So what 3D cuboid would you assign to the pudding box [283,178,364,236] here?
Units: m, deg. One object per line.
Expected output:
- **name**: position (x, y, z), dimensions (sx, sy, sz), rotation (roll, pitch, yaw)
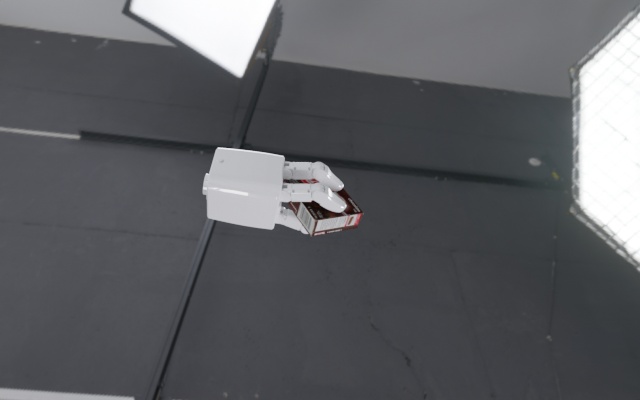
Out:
- **pudding box**: position (0.000, 0.003, 0.759), dimensions (0.090, 0.039, 0.113), rotation (-9, 45, -31)
